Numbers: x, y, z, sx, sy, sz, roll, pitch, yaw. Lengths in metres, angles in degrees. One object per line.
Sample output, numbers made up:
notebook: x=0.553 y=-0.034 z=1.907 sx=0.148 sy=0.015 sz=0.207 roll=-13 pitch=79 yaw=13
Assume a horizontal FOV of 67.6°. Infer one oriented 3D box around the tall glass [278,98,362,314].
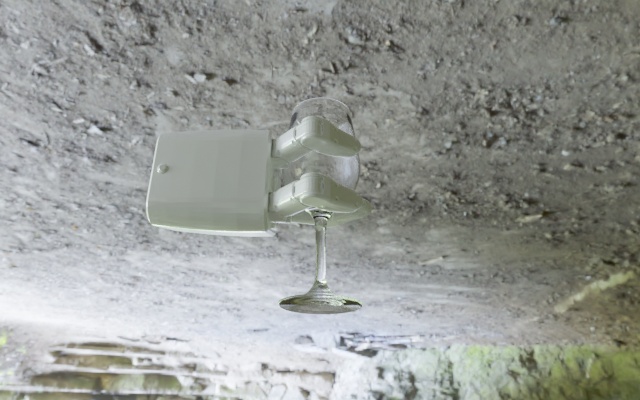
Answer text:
tall glass: x=0.000 y=0.002 z=0.458 sx=0.079 sy=0.201 sz=0.079 roll=1 pitch=-24 yaw=0
